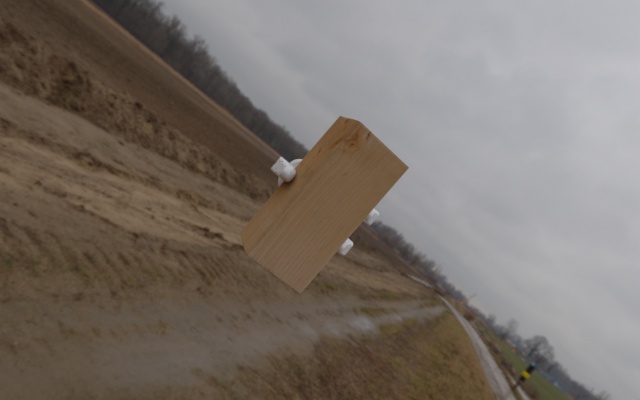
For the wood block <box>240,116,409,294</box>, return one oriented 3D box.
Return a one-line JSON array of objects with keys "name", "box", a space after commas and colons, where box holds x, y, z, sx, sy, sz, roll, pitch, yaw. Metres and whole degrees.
[{"name": "wood block", "box": [0.000, 0.002, 0.612, 0.091, 0.206, 0.090, 40, 2, -20]}]
